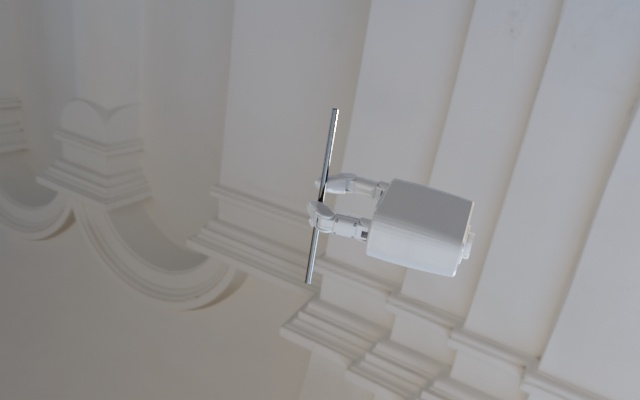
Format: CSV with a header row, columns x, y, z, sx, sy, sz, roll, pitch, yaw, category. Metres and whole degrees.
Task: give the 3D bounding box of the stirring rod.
x,y,z,sx,sy,sz,roll,pitch,yaw,category
0.000,0.002,0.612,0.011,0.240,0.011,8,21,-3,stirring rod
